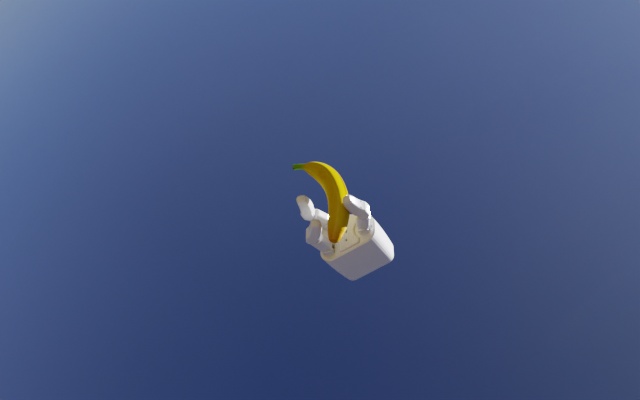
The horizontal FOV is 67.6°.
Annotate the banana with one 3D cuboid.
[{"bbox_3d":[0.015,-0.010,0.841,0.069,0.197,0.037,-33,-41,5],"label":"banana"}]
